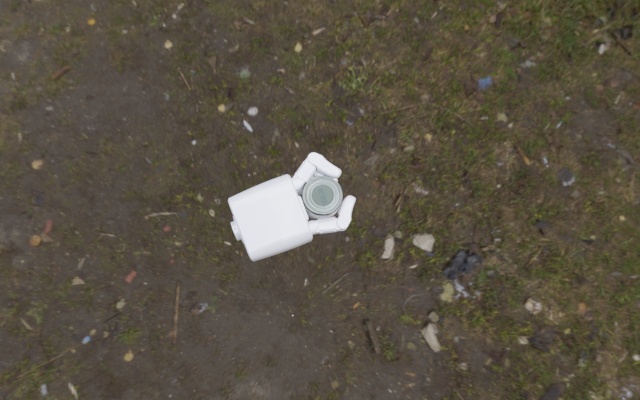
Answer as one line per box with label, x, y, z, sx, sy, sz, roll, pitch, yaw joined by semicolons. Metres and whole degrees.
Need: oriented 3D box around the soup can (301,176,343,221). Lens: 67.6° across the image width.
soup can;0.001;0.003;0.809;0.068;0.068;0.102;0;-13;-3
